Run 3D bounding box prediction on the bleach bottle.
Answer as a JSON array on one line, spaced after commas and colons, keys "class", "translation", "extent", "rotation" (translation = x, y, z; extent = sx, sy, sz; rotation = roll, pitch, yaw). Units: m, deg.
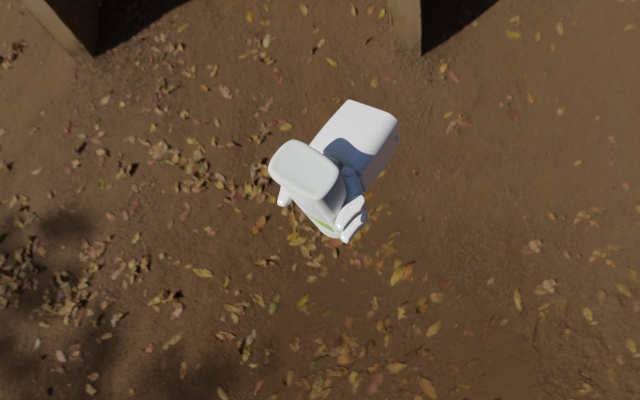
[{"class": "bleach bottle", "translation": [0.000, 0.003, 0.757], "extent": [0.102, 0.068, 0.251], "rotation": [33, -12, 21]}]
